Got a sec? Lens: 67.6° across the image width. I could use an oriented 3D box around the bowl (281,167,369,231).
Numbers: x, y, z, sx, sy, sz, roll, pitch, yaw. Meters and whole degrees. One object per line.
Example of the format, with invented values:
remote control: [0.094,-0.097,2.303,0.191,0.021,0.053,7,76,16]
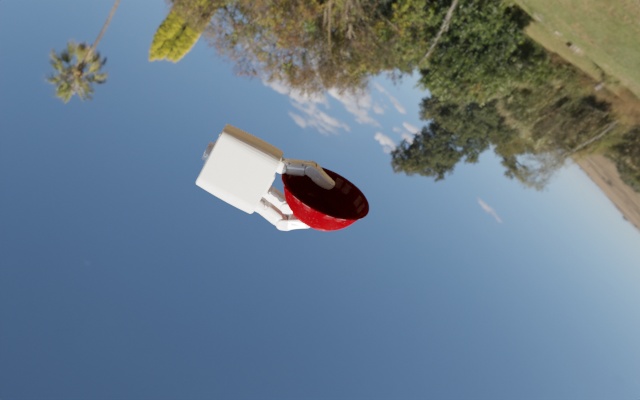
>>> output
bowl: [0.001,0.004,0.819,0.162,0.055,0.162,19,29,-11]
